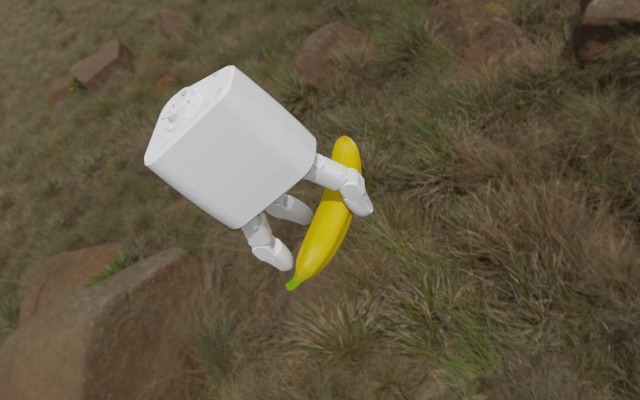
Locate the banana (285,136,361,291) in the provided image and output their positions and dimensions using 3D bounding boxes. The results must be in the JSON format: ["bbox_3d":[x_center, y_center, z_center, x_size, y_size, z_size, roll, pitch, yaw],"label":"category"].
[{"bbox_3d":[0.011,0.003,0.521,0.037,0.197,0.069,36,-26,-31],"label":"banana"}]
